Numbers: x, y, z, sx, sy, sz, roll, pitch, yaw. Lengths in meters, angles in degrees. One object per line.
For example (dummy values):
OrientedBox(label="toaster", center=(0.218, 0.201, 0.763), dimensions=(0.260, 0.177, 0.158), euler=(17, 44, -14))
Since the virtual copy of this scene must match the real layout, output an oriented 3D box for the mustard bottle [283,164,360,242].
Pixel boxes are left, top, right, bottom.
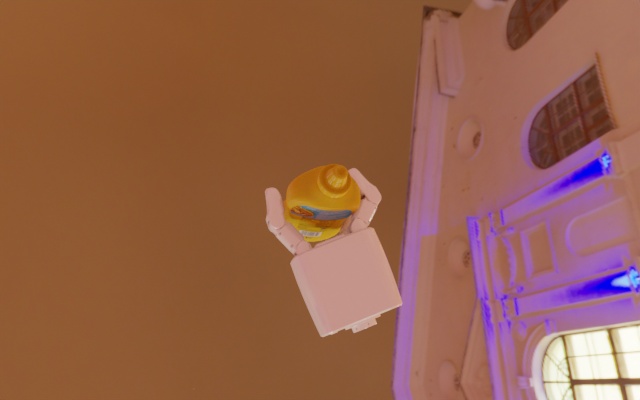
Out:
OrientedBox(label="mustard bottle", center=(0.000, 0.002, 0.636), dimensions=(0.096, 0.058, 0.192), euler=(7, -23, -12))
